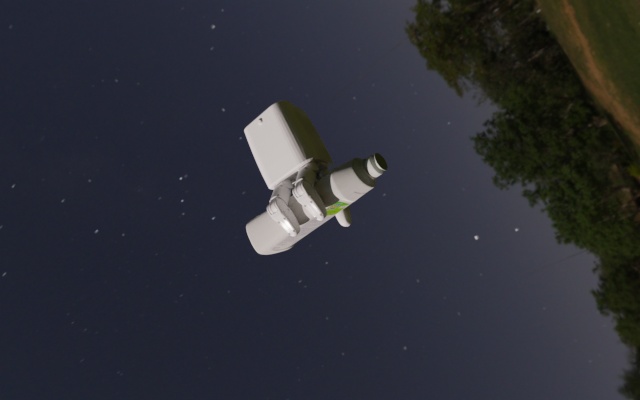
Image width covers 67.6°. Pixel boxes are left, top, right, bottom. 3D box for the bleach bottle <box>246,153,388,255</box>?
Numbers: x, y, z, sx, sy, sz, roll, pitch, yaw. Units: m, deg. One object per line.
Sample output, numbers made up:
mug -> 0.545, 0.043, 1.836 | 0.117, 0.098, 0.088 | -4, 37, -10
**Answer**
bleach bottle -> 0.000, 0.002, 0.738 | 0.251, 0.068, 0.102 | -33, -12, 32
